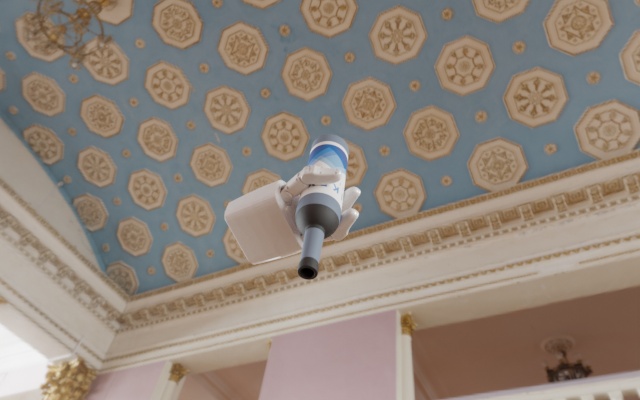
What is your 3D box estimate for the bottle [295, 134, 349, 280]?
[{"bbox_3d":[0.000,0.002,0.733,0.069,0.069,0.295,0,39,9],"label":"bottle"}]
